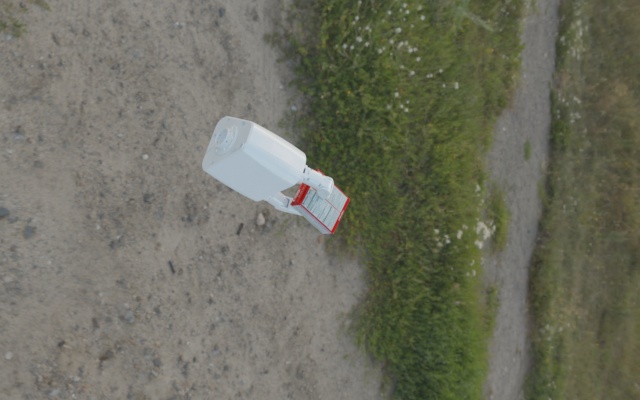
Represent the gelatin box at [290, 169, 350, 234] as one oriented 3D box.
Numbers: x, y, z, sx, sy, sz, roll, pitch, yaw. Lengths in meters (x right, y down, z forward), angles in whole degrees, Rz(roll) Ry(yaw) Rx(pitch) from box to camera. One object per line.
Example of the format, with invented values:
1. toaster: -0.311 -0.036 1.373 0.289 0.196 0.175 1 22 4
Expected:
1. gelatin box: 0.001 0.003 0.800 0.089 0.073 0.030 42 -29 -29
